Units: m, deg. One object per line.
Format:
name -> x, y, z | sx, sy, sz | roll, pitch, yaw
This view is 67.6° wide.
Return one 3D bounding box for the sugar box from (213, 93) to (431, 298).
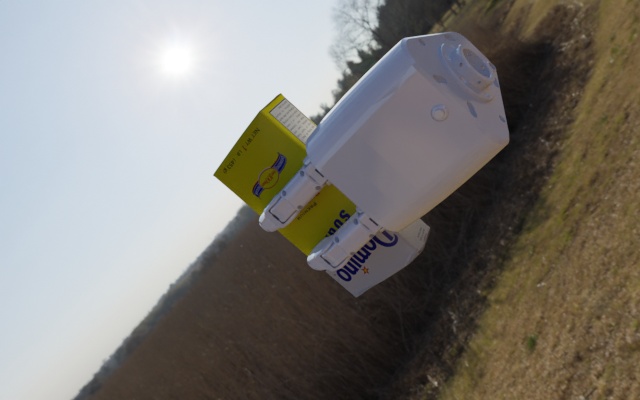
sugar box -> 0.000, 0.002, 0.421 | 0.093, 0.176, 0.048 | -44, 6, 40
